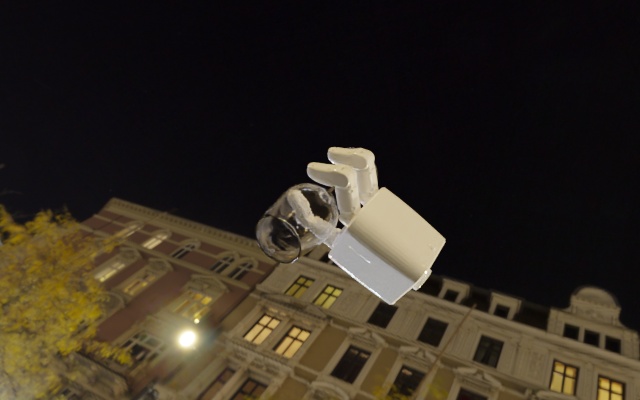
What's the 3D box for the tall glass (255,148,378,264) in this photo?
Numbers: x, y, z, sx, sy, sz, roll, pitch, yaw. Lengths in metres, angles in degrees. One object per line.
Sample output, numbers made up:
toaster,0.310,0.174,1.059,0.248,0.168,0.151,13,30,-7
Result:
tall glass,0.000,0.002,0.608,0.079,0.079,0.201,0,25,33
